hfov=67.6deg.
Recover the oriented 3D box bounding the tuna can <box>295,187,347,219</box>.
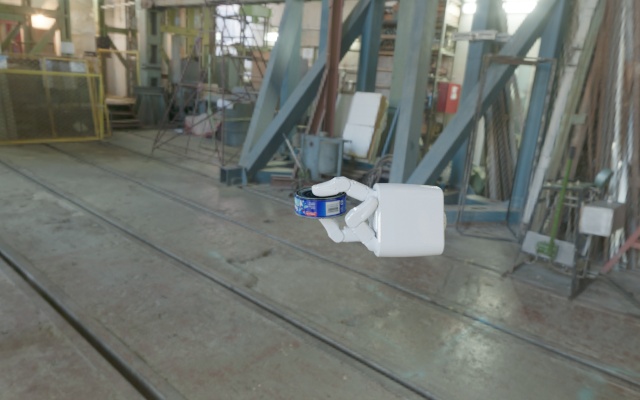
[{"bbox_3d":[0.000,0.002,0.786,0.086,0.034,0.086,-1,15,0],"label":"tuna can"}]
